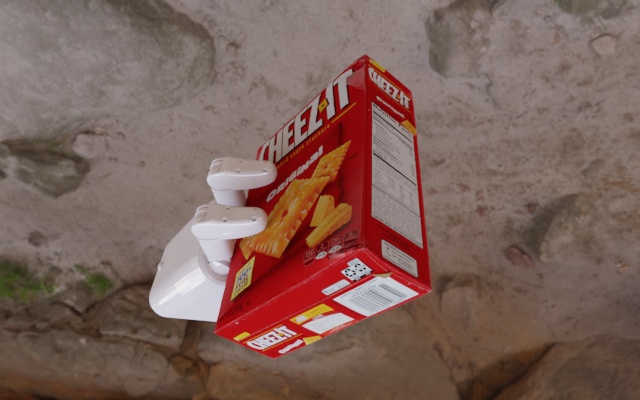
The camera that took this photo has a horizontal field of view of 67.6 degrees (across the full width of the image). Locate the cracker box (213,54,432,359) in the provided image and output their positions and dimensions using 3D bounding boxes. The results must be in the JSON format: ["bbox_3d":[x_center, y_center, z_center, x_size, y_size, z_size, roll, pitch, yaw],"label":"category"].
[{"bbox_3d":[0.000,0.002,0.402,0.072,0.213,0.164,33,-48,-28],"label":"cracker box"}]
